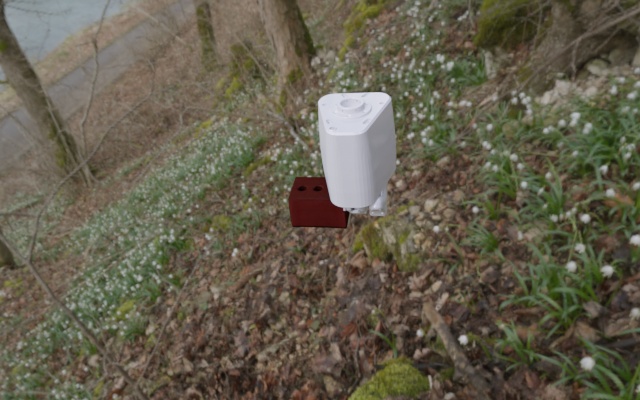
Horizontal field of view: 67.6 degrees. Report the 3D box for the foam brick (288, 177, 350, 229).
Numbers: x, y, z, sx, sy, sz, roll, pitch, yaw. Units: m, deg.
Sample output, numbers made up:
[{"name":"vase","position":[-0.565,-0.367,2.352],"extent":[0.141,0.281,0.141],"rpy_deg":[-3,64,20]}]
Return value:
[{"name":"foam brick","position":[0.000,0.002,0.655],"extent":[0.078,0.051,0.053],"rpy_deg":[1,40,12]}]
